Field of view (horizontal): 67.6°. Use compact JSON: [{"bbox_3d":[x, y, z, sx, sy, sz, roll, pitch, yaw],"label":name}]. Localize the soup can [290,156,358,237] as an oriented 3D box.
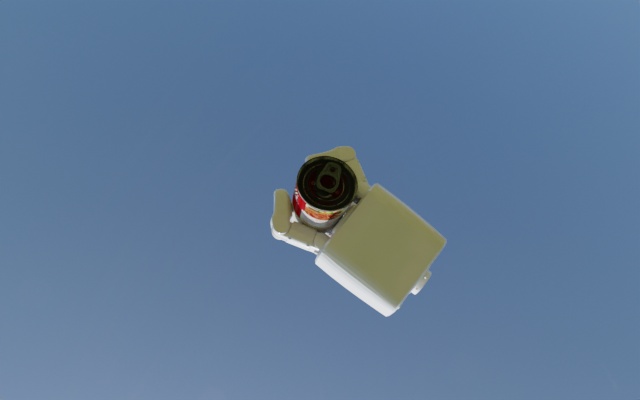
[{"bbox_3d":[0.000,0.002,0.562,0.068,0.068,0.102,0,-25,-10],"label":"soup can"}]
